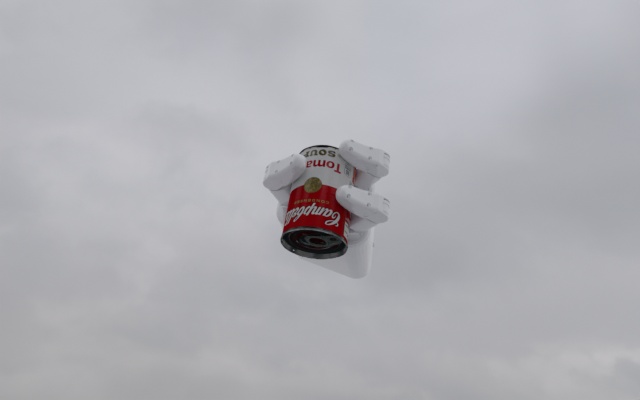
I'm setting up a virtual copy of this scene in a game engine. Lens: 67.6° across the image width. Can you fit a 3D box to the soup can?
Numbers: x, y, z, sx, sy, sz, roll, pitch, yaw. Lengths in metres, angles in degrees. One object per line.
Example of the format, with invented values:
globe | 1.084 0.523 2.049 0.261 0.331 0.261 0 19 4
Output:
soup can | 0.000 0.001 0.500 0.068 0.102 0.068 7 -30 4
